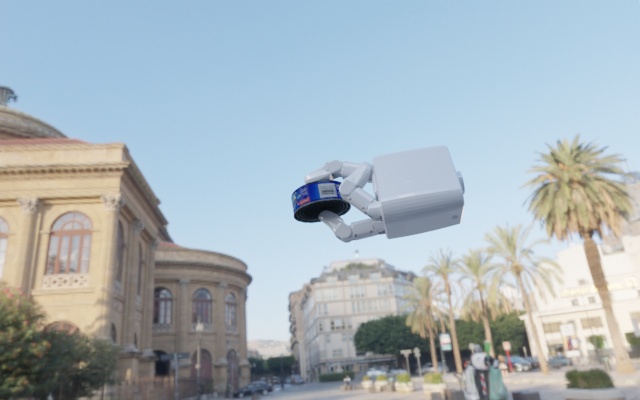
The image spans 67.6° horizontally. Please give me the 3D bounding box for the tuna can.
[{"bbox_3d":[0.000,0.002,0.706,0.086,0.033,0.086,-9,-22,-4],"label":"tuna can"}]
